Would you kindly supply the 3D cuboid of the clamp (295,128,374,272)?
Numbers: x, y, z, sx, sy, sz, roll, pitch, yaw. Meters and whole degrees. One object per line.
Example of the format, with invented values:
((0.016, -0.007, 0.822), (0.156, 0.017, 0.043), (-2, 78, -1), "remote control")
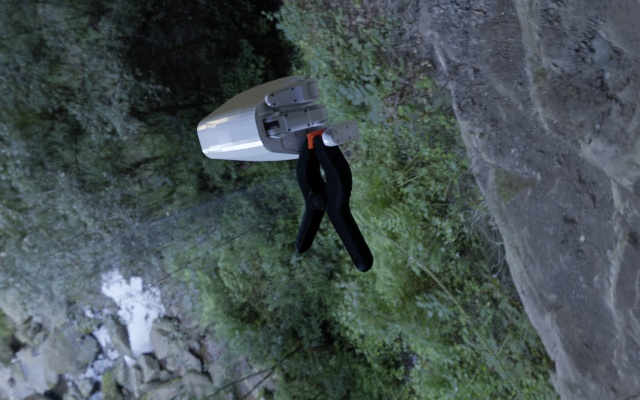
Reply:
((0.000, 0.002, 0.576), (0.120, 0.171, 0.039), (-3, 13, 40), "clamp")
